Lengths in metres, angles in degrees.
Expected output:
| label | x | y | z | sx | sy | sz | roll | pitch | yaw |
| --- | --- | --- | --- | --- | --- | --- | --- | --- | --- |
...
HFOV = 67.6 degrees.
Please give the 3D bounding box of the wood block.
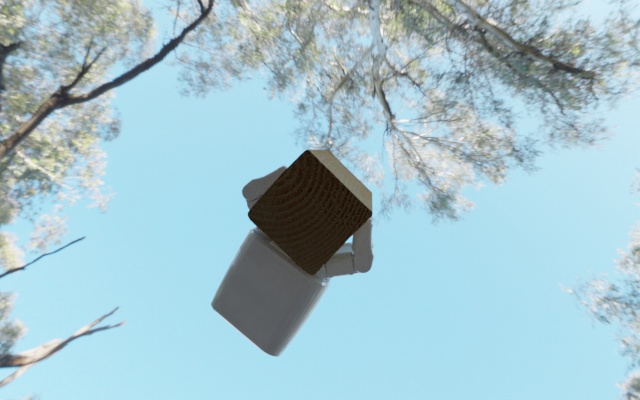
| label | x | y | z | sx | sy | sz | roll | pitch | yaw |
| --- | --- | --- | --- | --- | --- | --- | --- | --- | --- |
| wood block | 0.000 | 0.002 | 0.554 | 0.091 | 0.090 | 0.206 | 43 | 8 | 0 |
